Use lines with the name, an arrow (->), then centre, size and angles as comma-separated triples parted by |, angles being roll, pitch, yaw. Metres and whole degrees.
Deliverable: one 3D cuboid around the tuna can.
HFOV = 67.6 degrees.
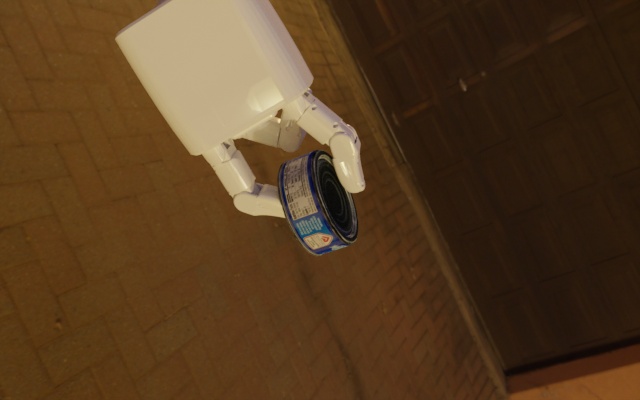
tuna can -> 0.001, 0.001, 0.403 | 0.034, 0.086, 0.086 | -20, -7, 20
